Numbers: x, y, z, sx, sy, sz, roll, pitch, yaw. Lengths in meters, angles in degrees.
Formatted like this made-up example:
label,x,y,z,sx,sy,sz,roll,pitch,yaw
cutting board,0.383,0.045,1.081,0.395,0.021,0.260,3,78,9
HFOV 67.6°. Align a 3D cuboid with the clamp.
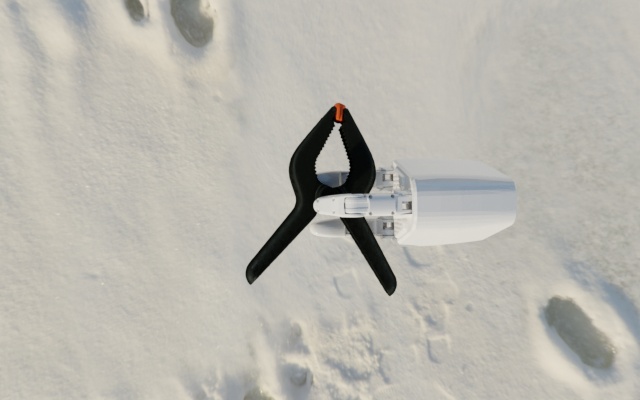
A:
label,x,y,z,sx,sy,sz,roll,pitch,yaw
clamp,0.000,0.001,0.516,0.164,0.210,0.036,-1,1,-6
